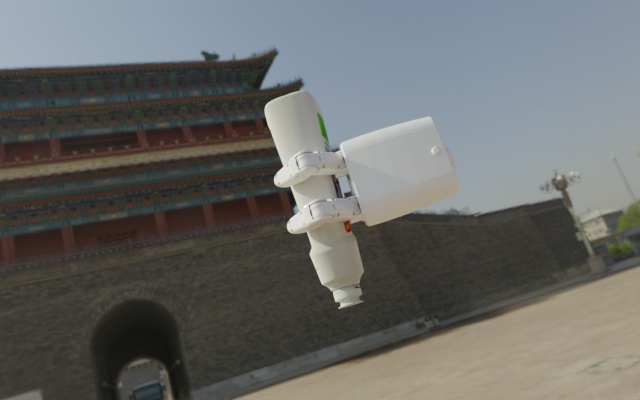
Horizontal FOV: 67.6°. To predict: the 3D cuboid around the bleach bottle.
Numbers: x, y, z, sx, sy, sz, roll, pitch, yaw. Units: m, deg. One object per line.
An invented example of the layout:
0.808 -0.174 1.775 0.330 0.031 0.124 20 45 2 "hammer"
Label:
0.000 0.002 0.568 0.068 0.250 0.102 -18 -16 5 "bleach bottle"
